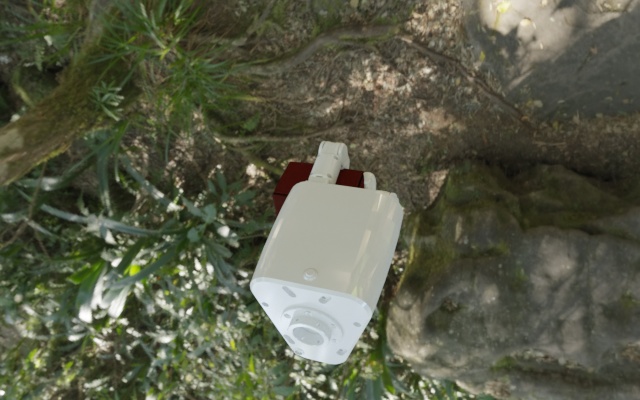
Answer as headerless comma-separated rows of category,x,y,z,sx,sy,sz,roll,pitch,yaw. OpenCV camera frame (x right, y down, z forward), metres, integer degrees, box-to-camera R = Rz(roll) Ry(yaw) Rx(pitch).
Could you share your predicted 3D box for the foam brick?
foam brick,0.000,0.001,0.460,0.078,0.053,0.051,9,45,16
